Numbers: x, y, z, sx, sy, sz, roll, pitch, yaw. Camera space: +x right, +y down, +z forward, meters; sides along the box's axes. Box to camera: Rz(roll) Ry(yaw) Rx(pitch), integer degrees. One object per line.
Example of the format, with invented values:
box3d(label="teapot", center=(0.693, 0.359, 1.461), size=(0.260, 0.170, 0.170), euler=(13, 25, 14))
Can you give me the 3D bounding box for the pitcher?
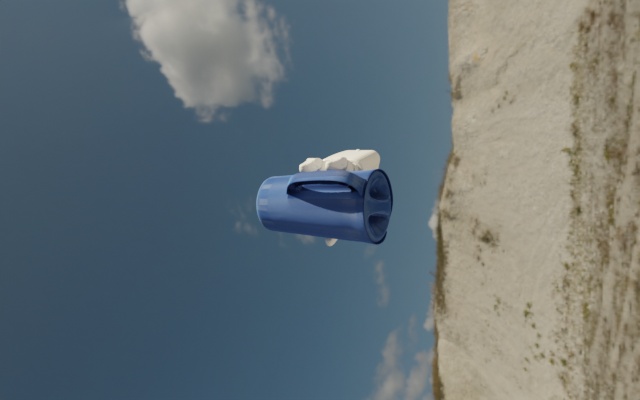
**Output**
box3d(label="pitcher", center=(0.000, 0.003, 0.885), size=(0.243, 0.149, 0.145), euler=(1, 18, 30))
